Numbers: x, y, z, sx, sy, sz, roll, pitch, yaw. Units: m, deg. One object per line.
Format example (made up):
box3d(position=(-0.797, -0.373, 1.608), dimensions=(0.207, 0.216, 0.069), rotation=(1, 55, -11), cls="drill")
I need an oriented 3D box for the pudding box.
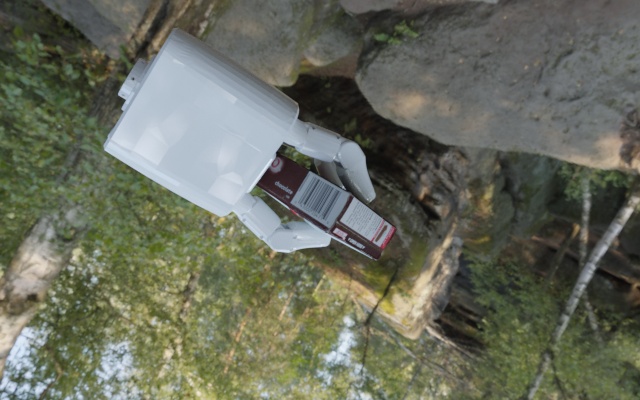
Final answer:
box3d(position=(0.000, 0.001, 0.419), dimensions=(0.113, 0.039, 0.090), rotation=(34, 1, 38), cls="pudding box")
